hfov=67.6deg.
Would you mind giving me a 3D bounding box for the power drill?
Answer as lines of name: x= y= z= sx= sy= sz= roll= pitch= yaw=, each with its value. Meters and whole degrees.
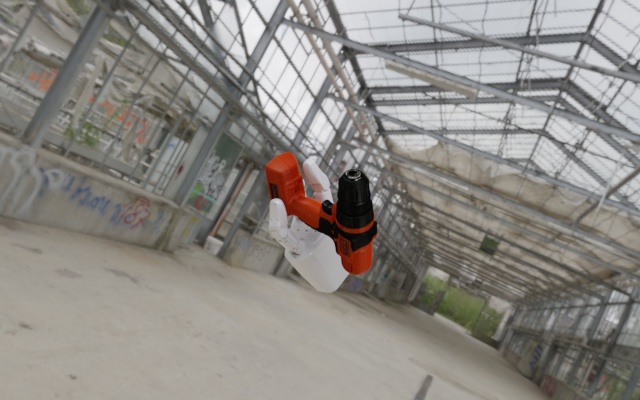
power drill: x=0.000 y=0.002 z=0.686 sx=0.057 sy=0.185 sz=0.187 roll=-33 pitch=49 yaw=-28
